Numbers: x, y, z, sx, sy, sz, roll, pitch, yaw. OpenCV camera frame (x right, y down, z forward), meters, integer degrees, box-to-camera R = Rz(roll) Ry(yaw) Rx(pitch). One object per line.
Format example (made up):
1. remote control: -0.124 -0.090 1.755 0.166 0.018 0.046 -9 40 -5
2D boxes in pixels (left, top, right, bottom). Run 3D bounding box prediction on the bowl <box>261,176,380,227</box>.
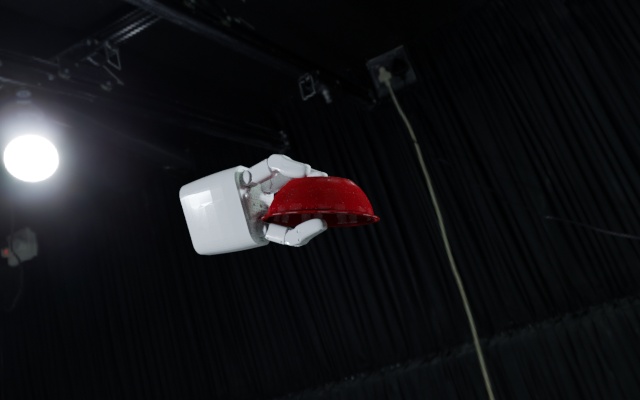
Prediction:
1. bowl: 0.001 0.002 0.661 0.162 0.055 0.162 1 -9 0
